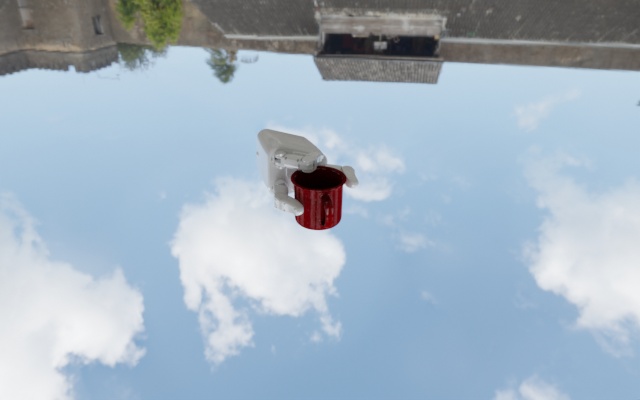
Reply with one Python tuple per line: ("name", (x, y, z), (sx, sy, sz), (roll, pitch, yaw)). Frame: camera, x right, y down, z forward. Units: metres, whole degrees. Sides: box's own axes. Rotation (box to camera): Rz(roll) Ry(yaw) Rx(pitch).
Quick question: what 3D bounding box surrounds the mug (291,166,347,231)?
("mug", (0.001, 0.003, 0.797), (0.093, 0.081, 0.117), (-8, 30, -16))
